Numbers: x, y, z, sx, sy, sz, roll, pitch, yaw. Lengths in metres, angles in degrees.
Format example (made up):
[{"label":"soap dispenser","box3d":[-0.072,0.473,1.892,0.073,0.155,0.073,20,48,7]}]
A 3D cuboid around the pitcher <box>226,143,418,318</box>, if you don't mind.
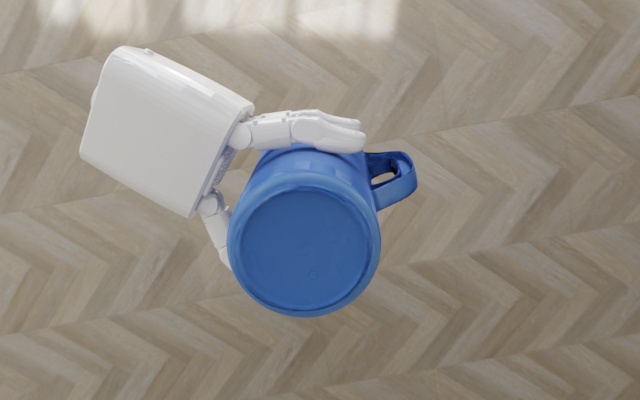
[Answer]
[{"label":"pitcher","box3d":[0.000,0.001,0.436,0.145,0.149,0.242,30,13,-7]}]
